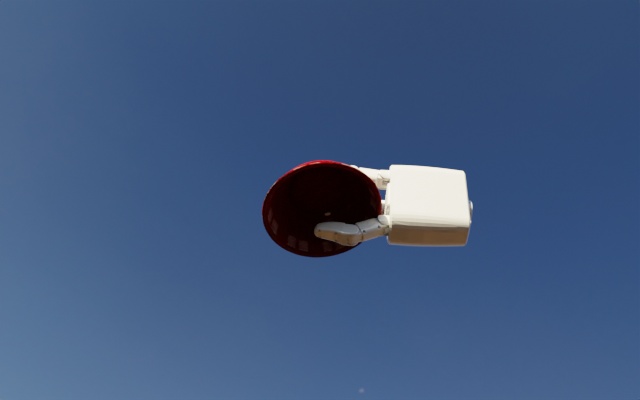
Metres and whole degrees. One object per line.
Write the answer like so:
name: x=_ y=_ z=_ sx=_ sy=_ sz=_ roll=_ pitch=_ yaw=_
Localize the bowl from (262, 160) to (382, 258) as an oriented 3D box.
bowl: x=-0.001 y=0.002 z=0.657 sx=0.162 sy=0.162 sz=0.055 roll=0 pitch=37 yaw=-8
